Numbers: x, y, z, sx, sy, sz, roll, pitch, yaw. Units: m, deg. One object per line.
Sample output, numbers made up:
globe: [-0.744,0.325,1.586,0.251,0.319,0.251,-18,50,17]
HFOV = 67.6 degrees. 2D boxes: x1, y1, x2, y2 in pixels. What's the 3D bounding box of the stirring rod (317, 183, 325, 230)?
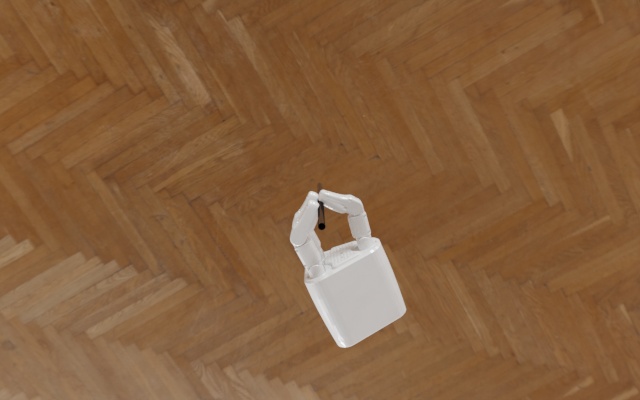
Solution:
stirring rod: [0.000,0.002,0.629,0.011,0.011,0.239,0,12,-1]
